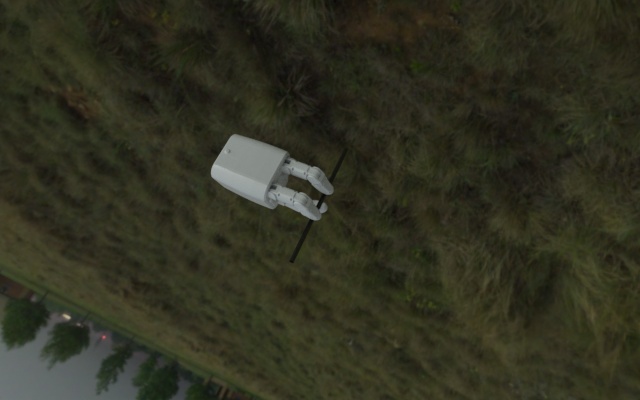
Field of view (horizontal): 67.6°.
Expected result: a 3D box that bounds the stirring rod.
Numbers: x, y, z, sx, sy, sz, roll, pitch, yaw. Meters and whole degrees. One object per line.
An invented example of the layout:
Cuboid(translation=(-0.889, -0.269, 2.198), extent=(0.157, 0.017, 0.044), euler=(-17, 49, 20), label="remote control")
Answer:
Cuboid(translation=(0.000, 0.003, 0.832), extent=(0.011, 0.239, 0.011), euler=(21, -26, 11), label="stirring rod")
